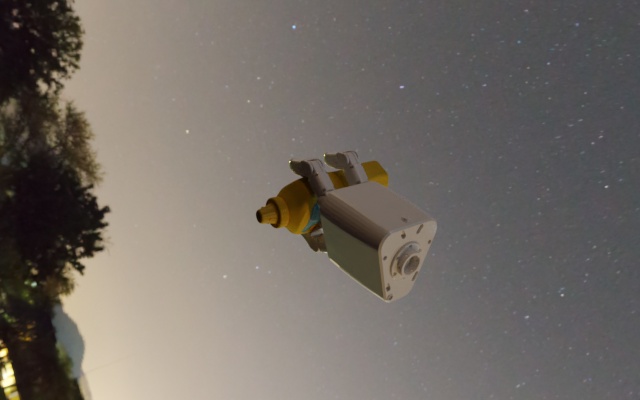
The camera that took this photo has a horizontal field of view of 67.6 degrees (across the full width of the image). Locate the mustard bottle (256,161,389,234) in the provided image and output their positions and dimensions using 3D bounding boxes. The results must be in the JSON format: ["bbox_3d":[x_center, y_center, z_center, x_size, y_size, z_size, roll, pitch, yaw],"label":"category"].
[{"bbox_3d":[0.000,0.002,0.654,0.191,0.058,0.096,-14,-32,-34],"label":"mustard bottle"}]
